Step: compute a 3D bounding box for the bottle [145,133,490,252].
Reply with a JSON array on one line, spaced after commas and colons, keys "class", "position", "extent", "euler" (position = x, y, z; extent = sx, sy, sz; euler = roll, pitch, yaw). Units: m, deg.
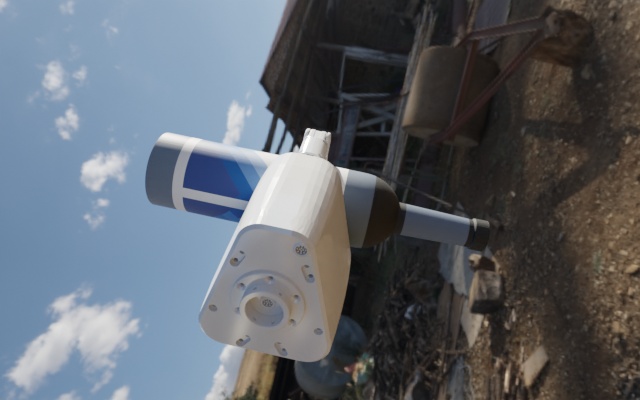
[{"class": "bottle", "position": [0.000, 0.001, 0.425], "extent": [0.296, 0.069, 0.069], "euler": [12, 1, 3]}]
